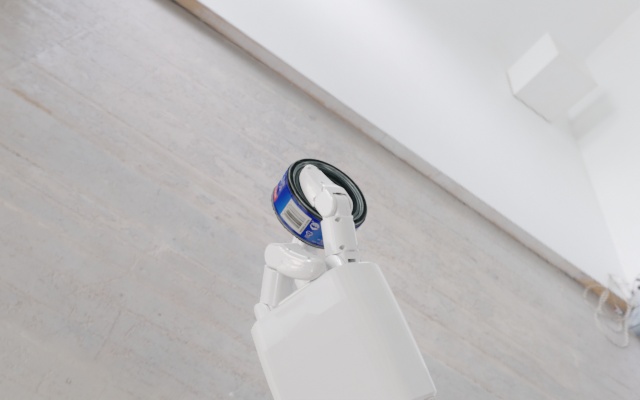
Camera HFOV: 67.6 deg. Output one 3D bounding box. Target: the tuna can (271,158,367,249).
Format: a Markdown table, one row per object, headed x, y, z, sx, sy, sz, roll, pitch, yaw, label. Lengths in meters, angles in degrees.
| x | y | z | sx | sy | sz | roll | pitch | yaw | label |
| --- | --- | --- | --- | --- | --- | --- | --- | --- | --- |
| 0.000 | 0.001 | 0.440 | 0.086 | 0.086 | 0.034 | 0 | -41 | -40 | tuna can |
